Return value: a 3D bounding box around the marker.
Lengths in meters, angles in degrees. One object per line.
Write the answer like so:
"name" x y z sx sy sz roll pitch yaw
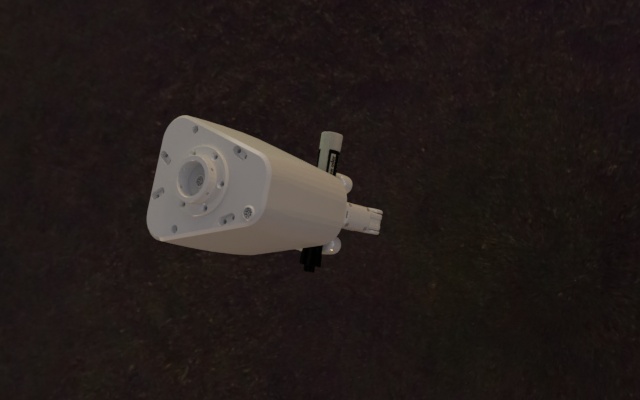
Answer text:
"marker" 0.000 0.001 0.412 0.020 0.121 0.020 10 -5 1
